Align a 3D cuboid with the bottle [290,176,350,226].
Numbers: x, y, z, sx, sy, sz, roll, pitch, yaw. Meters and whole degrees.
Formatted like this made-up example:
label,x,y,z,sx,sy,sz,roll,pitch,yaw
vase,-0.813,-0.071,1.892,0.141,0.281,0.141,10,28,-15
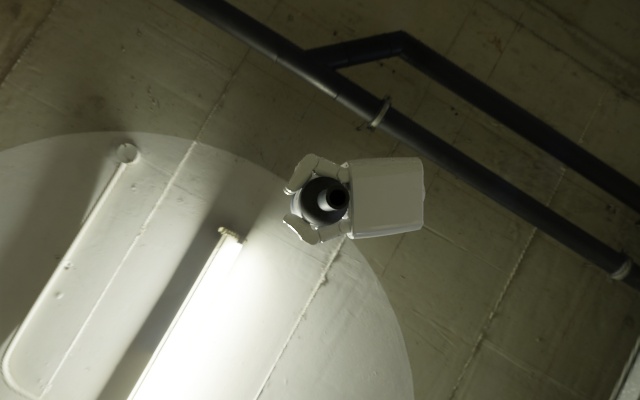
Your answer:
label,x,y,z,sx,sy,sz,roll,pitch,yaw
bottle,0.000,0.002,0.673,0.069,0.069,0.296,0,-2,-8
